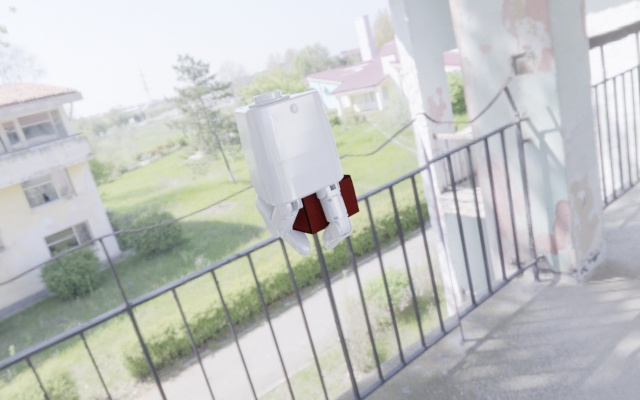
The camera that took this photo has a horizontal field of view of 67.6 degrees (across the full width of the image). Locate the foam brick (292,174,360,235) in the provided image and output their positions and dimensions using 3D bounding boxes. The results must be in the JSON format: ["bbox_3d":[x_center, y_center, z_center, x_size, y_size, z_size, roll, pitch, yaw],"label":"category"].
[{"bbox_3d":[0.000,0.002,0.594,0.078,0.051,0.053,-24,18,-30],"label":"foam brick"}]
